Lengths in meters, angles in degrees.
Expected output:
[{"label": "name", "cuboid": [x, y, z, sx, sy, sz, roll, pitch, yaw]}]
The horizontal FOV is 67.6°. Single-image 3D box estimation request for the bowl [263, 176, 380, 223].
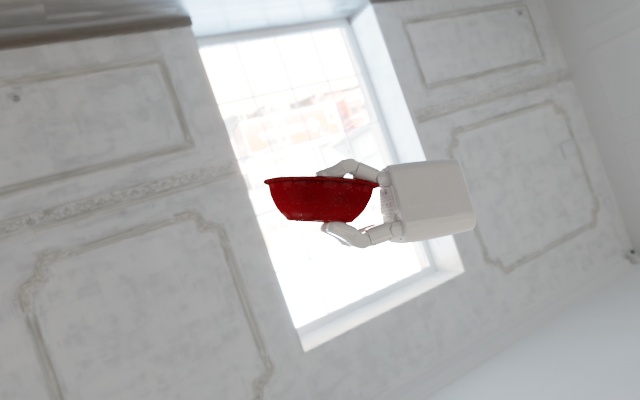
[{"label": "bowl", "cuboid": [-0.001, 0.003, 0.664, 0.162, 0.055, 0.162, 2, -4, 0]}]
